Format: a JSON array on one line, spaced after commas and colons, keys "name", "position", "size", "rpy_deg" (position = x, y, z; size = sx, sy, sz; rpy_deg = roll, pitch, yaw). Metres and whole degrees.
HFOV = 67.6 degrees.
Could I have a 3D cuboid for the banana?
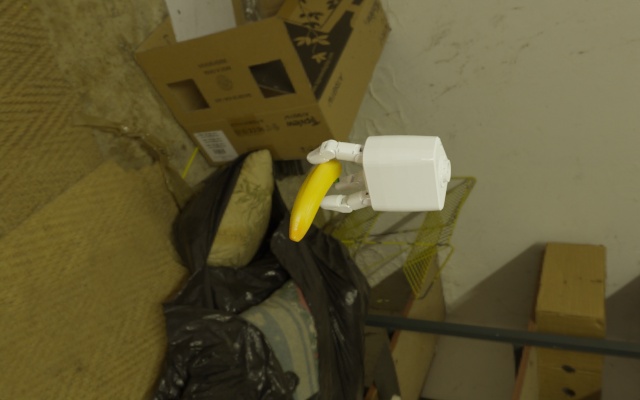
[{"name": "banana", "position": [-0.002, -0.016, 0.736], "size": [0.037, 0.070, 0.197], "rpy_deg": [3, 30, 23]}]
